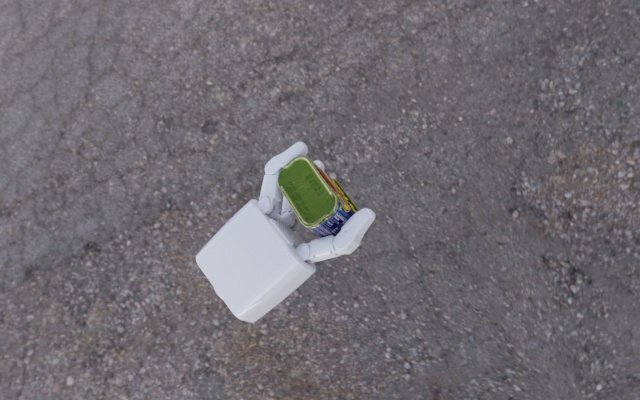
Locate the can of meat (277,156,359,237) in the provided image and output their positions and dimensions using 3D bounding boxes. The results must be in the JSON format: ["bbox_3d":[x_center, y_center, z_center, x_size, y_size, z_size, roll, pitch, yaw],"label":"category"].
[{"bbox_3d":[0.000,0.002,0.590,0.057,0.102,0.084,-40,-34,8],"label":"can of meat"}]
